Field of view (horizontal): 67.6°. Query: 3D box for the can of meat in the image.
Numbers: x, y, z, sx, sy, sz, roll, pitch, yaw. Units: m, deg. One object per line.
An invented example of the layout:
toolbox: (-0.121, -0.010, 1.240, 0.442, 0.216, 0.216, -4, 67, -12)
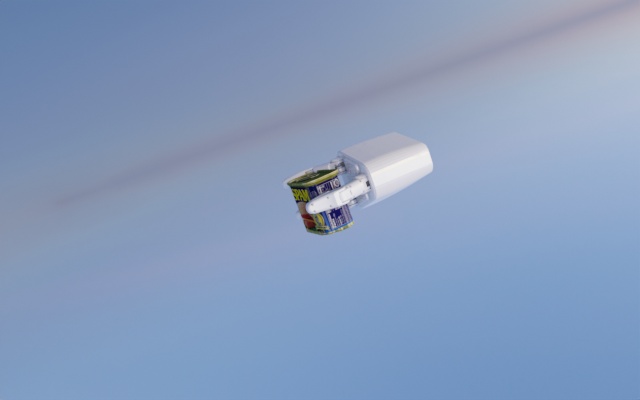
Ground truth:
can of meat: (0.000, 0.003, 0.712, 0.057, 0.084, 0.102, -24, 11, -20)
